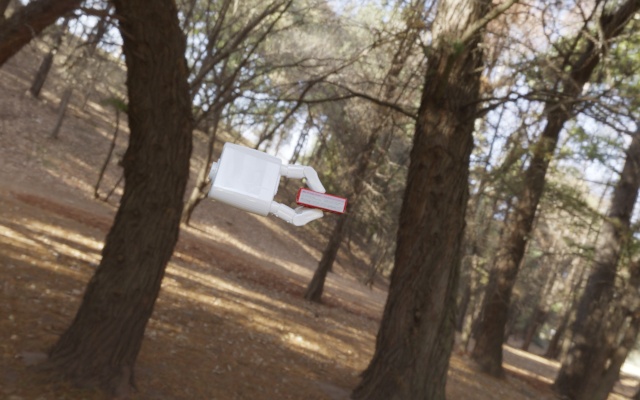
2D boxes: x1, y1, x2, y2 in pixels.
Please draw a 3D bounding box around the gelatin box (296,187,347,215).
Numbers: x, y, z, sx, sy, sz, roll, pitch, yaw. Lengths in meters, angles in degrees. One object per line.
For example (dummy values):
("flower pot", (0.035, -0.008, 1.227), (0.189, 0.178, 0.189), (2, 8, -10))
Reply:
("gelatin box", (0.001, 0.002, 0.874), (0.089, 0.030, 0.073), (13, -4, -2))
